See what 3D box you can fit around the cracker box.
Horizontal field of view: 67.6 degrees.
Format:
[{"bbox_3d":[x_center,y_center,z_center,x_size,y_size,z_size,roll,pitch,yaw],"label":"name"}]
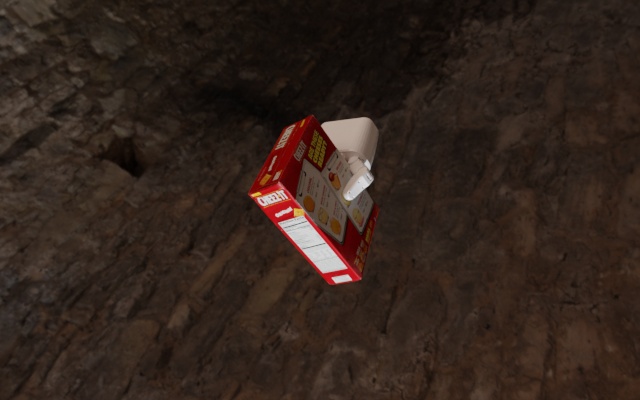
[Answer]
[{"bbox_3d":[0.000,0.003,0.751,0.072,0.214,0.164,-19,34,34],"label":"cracker box"}]
